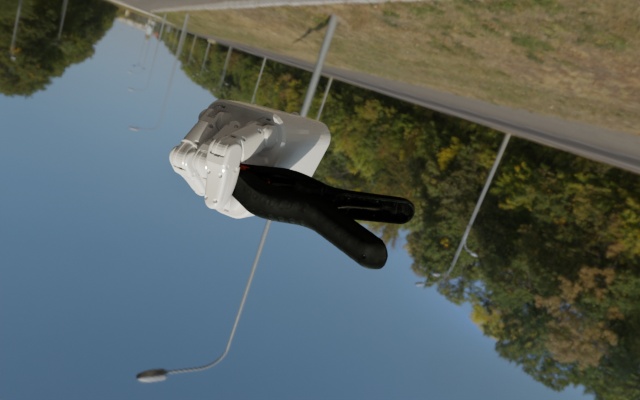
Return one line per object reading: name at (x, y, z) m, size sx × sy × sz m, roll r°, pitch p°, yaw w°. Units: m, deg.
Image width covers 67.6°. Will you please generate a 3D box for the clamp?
clamp at (0.000, 0.002, 0.420) m, size 0.171 × 0.039 × 0.120 m, roll 25°, pitch 19°, yaw 23°
